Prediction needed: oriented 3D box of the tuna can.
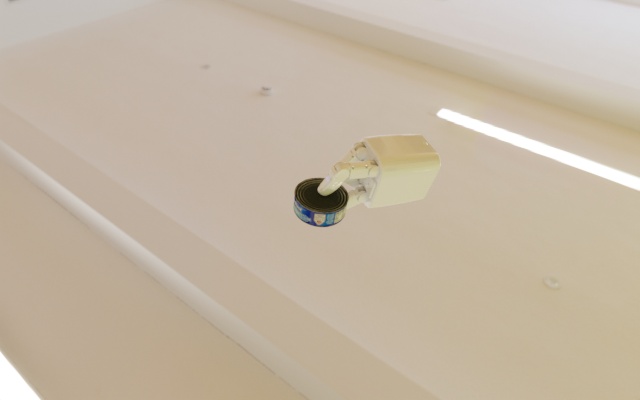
[{"bbox_3d":[0.000,0.003,0.754,0.086,0.034,0.086,5,39,-4],"label":"tuna can"}]
